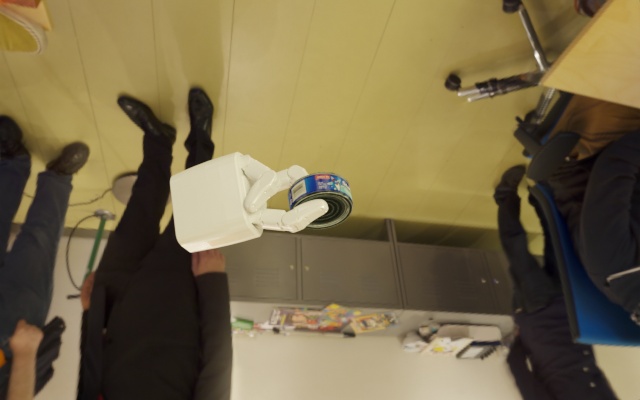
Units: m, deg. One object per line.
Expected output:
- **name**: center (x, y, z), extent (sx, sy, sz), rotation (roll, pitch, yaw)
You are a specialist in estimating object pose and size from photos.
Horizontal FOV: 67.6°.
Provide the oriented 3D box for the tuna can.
- **tuna can**: center (0.000, 0.003, 0.639), extent (0.086, 0.033, 0.086), rotation (-6, -37, -5)
